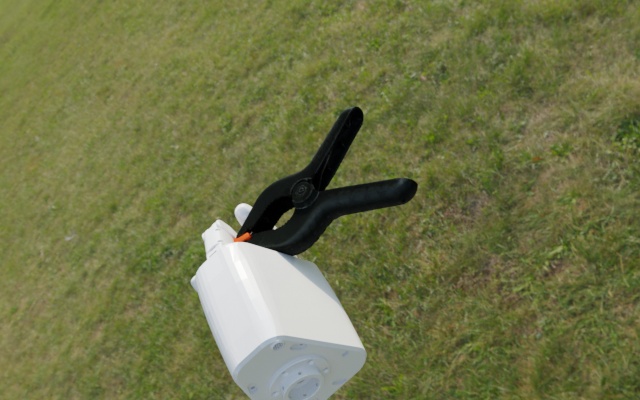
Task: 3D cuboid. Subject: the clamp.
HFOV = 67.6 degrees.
[{"bbox_3d":[0.000,0.001,0.423,0.039,0.171,0.120,40,8,-42],"label":"clamp"}]
